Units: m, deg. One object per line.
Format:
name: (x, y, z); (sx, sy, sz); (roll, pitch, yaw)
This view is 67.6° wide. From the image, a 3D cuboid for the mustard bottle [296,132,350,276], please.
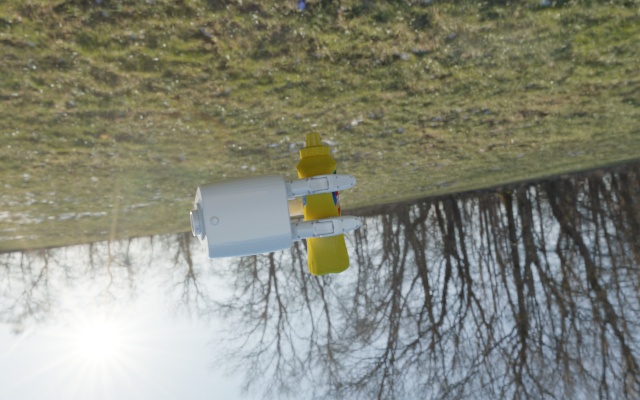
mustard bottle: (0.000, 0.002, 0.662); (0.058, 0.191, 0.096); (-8, 1, 4)
